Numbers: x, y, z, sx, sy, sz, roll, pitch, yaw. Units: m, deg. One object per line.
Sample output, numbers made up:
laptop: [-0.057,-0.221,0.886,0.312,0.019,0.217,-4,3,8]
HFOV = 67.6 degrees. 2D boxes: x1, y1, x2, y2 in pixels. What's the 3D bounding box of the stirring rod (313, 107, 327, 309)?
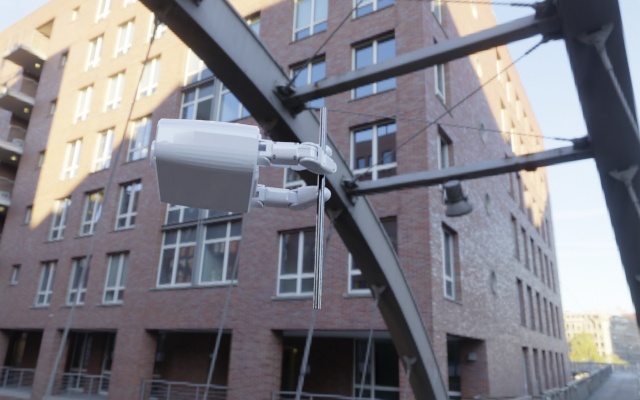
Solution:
stirring rod: [0.000,0.002,0.549,0.011,0.239,0.011,2,-18,1]
